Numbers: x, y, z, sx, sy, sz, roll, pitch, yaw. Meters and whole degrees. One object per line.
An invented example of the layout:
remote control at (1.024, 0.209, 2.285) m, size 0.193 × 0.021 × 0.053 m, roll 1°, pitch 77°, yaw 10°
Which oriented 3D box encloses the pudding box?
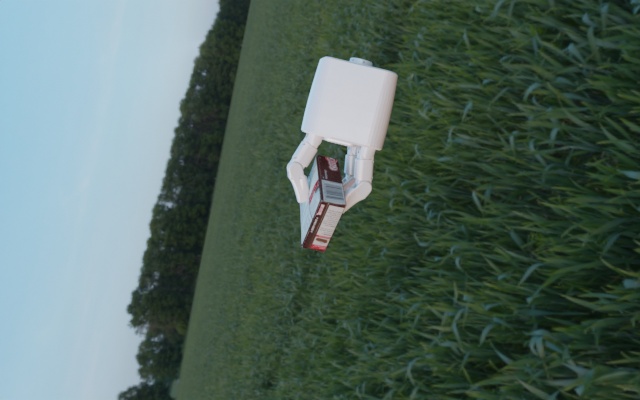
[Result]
pudding box at (0.000, 0.002, 0.680) m, size 0.039 × 0.090 × 0.113 m, roll 13°, pitch 36°, yaw -12°
